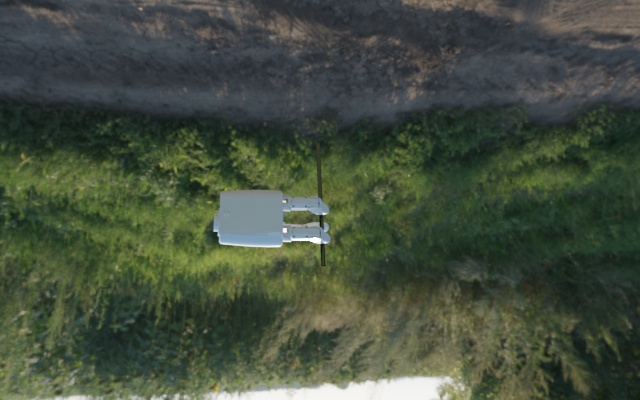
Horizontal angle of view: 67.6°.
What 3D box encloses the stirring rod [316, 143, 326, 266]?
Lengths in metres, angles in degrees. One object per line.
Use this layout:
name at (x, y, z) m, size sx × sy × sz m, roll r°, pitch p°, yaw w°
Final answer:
stirring rod at (0.000, 0.003, 0.887) m, size 0.011 × 0.239 × 0.011 m, roll -2°, pitch -19°, yaw -1°
